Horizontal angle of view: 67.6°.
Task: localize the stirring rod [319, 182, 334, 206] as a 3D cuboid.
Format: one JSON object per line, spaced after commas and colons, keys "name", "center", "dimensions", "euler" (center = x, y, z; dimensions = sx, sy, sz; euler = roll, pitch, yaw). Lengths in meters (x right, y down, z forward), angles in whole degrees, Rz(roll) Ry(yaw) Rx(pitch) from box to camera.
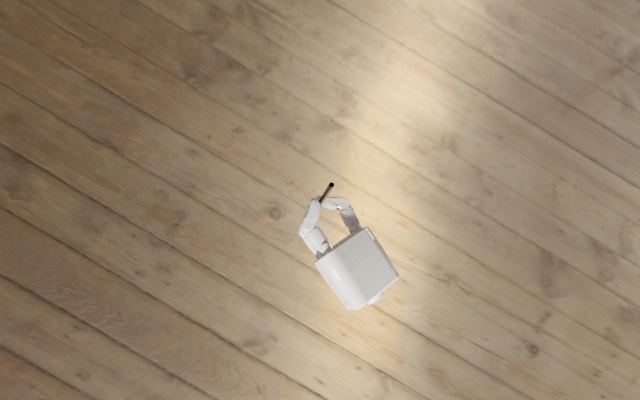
{"name": "stirring rod", "center": [0.000, 0.003, 0.818], "dimensions": [0.011, 0.011, 0.239], "euler": [0, -12, -8]}
